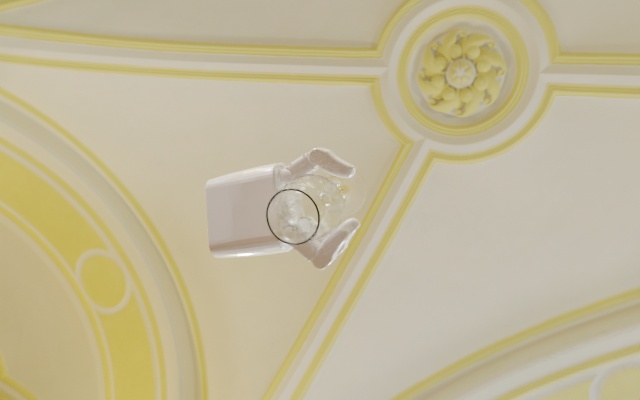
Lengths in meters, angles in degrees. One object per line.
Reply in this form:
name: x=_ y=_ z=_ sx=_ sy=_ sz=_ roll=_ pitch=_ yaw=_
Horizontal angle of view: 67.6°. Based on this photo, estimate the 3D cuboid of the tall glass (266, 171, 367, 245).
tall glass: x=0.000 y=0.002 z=0.601 sx=0.079 sy=0.079 sz=0.201 roll=0 pitch=9 yaw=18
